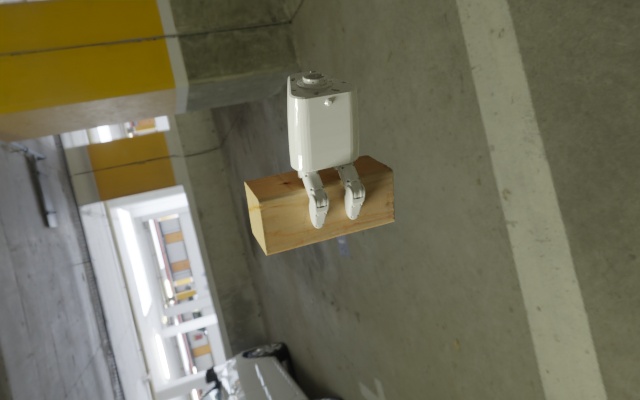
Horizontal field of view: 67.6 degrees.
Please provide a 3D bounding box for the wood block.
[{"bbox_3d":[0.000,0.002,0.727,0.206,0.090,0.090,-13,24,-17],"label":"wood block"}]
